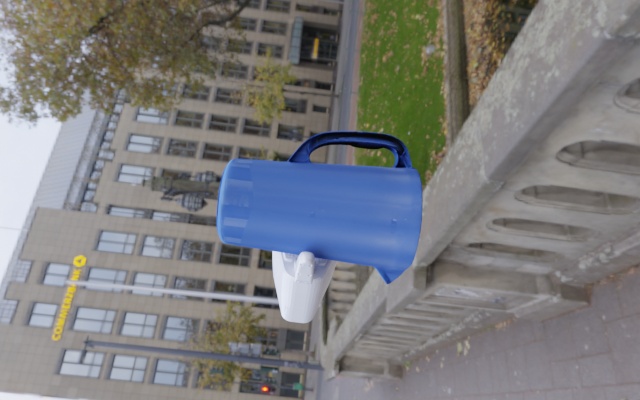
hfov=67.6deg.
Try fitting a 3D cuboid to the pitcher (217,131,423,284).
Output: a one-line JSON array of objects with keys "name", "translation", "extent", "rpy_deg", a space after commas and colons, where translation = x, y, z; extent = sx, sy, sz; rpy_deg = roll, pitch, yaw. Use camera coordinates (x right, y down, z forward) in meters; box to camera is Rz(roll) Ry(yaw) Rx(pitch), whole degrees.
[{"name": "pitcher", "translation": [0.000, 0.002, 0.605], "extent": [0.243, 0.145, 0.149], "rpy_deg": [6, 44, -3]}]
